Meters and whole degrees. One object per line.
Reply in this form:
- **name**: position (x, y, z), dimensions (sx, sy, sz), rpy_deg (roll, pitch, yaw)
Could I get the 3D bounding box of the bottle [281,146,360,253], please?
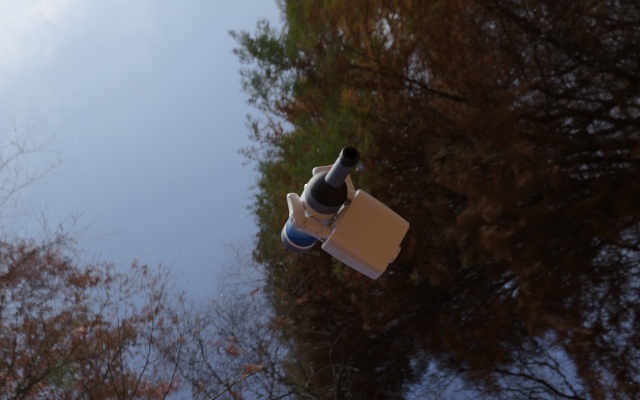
- **bottle**: position (0.000, 0.003, 0.807), dimensions (0.069, 0.069, 0.296), rpy_deg (0, -28, -20)
